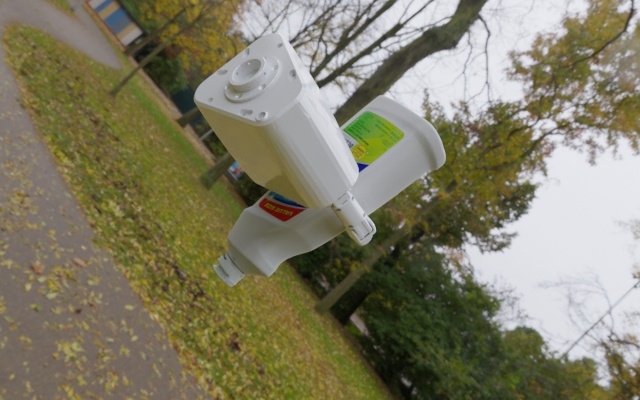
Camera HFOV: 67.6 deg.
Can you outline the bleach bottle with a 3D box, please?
[{"bbox_3d":[0.000,0.002,0.490,0.102,0.251,0.068,46,-6,43],"label":"bleach bottle"}]
